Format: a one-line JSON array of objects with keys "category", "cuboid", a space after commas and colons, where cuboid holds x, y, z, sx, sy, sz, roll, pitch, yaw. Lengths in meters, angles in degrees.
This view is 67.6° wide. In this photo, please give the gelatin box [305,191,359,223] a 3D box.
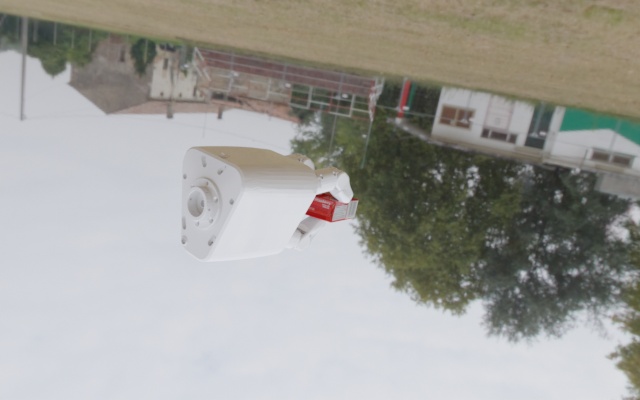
[{"category": "gelatin box", "cuboid": [0.000, 0.002, 0.621, 0.073, 0.030, 0.089, 17, 9, 22]}]
